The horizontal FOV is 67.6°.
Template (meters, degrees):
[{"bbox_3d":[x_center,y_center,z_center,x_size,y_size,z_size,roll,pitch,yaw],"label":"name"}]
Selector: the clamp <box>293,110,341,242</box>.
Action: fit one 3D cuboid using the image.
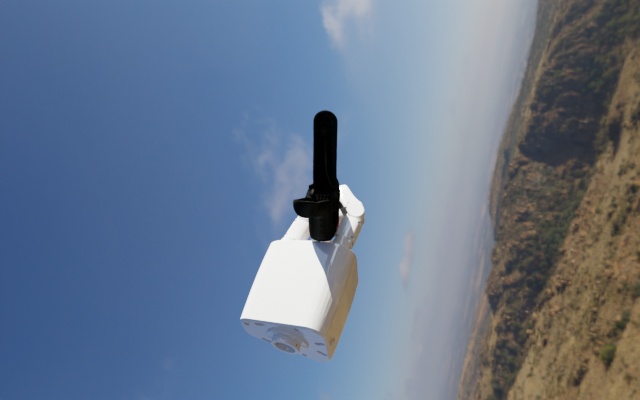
[{"bbox_3d":[0.000,0.002,0.521,0.039,0.120,0.172,11,-36,15],"label":"clamp"}]
